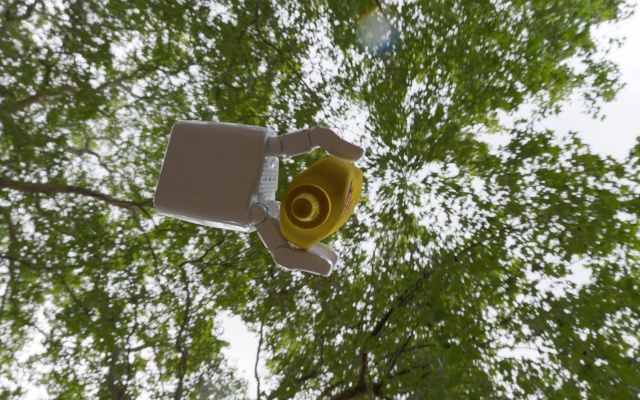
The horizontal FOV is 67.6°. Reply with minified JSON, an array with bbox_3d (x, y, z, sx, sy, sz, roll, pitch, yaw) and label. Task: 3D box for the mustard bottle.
[{"bbox_3d":[0.000,0.002,0.493,0.058,0.096,0.191,33,8,7],"label":"mustard bottle"}]
